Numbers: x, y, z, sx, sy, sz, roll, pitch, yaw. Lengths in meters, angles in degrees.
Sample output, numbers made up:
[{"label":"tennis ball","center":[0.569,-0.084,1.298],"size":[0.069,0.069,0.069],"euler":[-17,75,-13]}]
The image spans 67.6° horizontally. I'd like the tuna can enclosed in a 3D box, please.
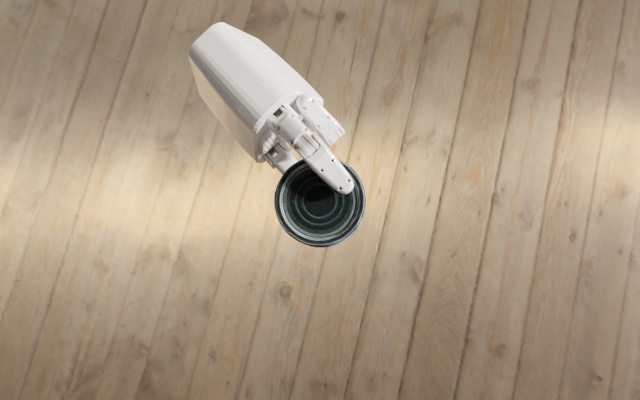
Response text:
[{"label":"tuna can","center":[0.000,0.001,0.449],"size":[0.086,0.086,0.034],"euler":[0,-6,3]}]
